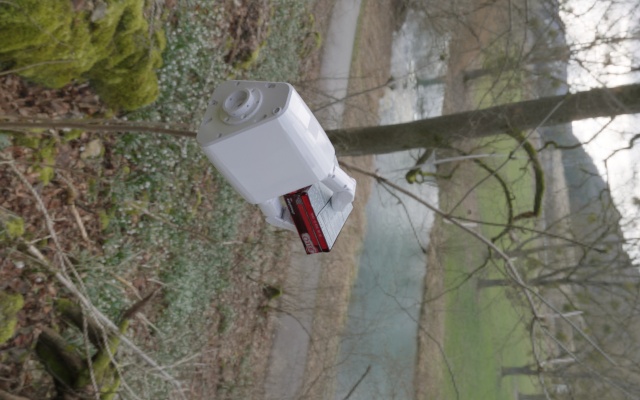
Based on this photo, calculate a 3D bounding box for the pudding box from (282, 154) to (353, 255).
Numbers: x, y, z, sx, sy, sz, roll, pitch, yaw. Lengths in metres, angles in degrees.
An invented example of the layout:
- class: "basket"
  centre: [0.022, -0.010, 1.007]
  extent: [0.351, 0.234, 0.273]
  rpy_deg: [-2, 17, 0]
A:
- class: "pudding box"
  centre: [0.000, 0.002, 0.619]
  extent: [0.039, 0.090, 0.113]
  rpy_deg: [-7, 27, 27]
